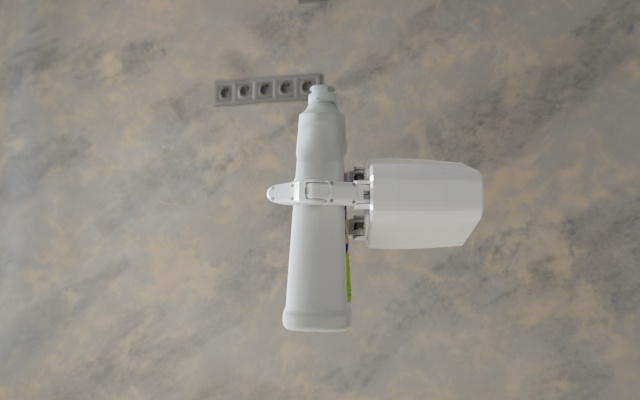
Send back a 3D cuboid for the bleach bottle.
[{"bbox_3d":[0.000,0.002,0.499,0.068,0.251,0.102,0,-6,4],"label":"bleach bottle"}]
